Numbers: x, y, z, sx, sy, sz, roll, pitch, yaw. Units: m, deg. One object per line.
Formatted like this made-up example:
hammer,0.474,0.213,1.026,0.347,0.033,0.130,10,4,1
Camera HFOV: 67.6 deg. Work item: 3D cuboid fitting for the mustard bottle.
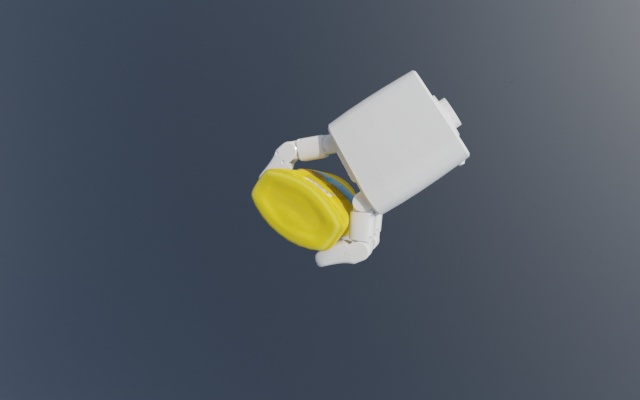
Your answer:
mustard bottle,0.000,0.002,0.539,0.096,0.058,0.191,35,13,10
